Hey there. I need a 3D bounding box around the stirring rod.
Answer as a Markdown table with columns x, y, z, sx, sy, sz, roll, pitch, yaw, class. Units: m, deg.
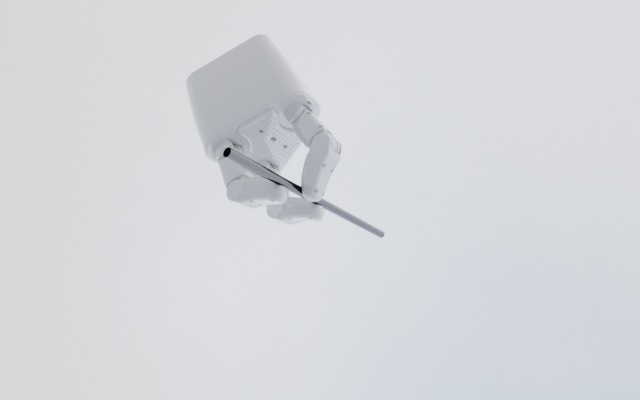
| x | y | z | sx | sy | sz | roll | pitch | yaw | class |
| --- | --- | --- | --- | --- | --- | --- | --- | --- | --- |
| 0.000 | 0.001 | 0.437 | 0.011 | 0.011 | 0.239 | 0 | -18 | 36 | stirring rod |
